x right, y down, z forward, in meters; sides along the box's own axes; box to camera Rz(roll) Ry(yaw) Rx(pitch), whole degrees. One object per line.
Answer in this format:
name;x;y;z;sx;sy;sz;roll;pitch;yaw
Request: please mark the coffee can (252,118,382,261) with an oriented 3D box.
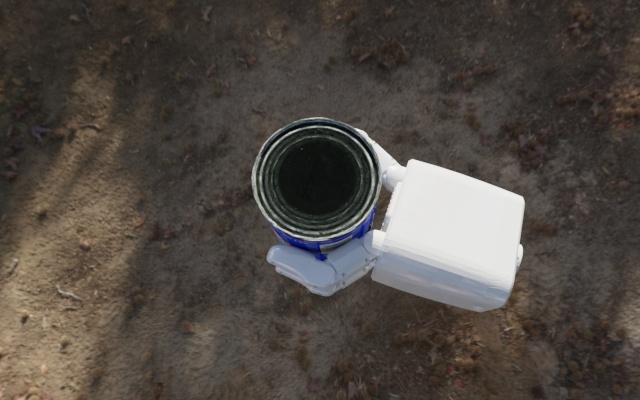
coffee can;0.000;0.001;0.438;0.103;0.102;0.140;0;-16;3
